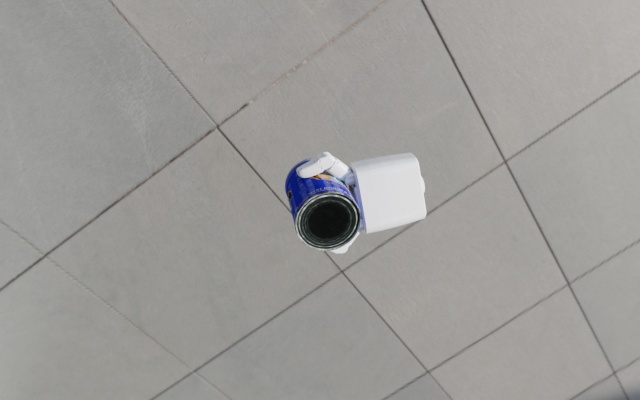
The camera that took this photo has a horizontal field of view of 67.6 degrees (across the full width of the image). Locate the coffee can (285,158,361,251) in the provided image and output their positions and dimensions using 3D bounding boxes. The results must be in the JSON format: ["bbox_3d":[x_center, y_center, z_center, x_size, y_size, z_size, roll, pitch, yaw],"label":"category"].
[{"bbox_3d":[0.000,0.002,0.781,0.103,0.103,0.140,0,26,-11],"label":"coffee can"}]
